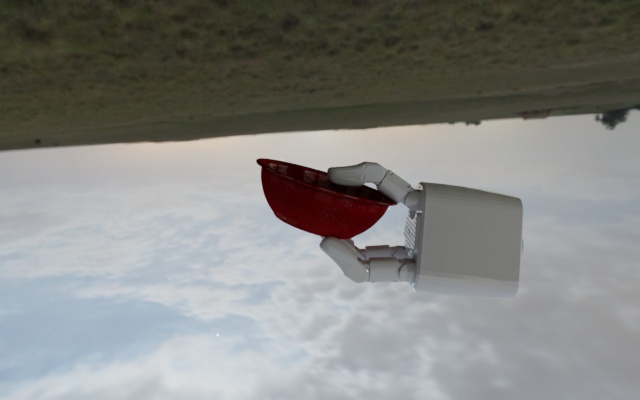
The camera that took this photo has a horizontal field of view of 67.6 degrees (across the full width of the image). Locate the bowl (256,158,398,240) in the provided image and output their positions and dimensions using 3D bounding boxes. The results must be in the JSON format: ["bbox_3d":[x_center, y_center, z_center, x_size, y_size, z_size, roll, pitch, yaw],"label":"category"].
[{"bbox_3d":[-0.001,0.002,0.529,0.162,0.055,0.162,17,9,-3],"label":"bowl"}]
